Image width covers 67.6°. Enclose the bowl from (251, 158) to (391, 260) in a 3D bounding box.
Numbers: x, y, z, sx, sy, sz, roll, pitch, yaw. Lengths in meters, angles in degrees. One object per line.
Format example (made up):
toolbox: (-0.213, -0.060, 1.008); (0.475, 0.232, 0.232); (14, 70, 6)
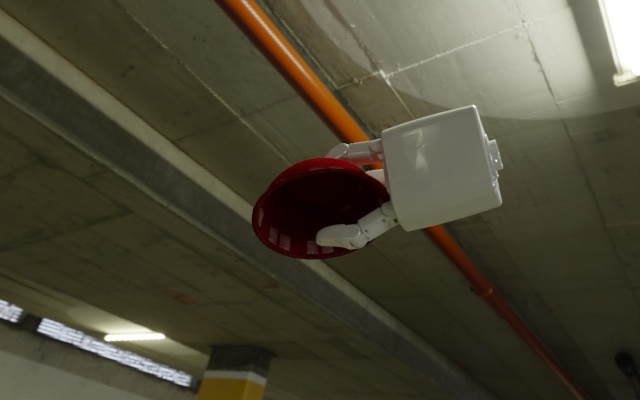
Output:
bowl: (-0.001, 0.002, 0.560); (0.162, 0.055, 0.162); (-5, -41, -5)
